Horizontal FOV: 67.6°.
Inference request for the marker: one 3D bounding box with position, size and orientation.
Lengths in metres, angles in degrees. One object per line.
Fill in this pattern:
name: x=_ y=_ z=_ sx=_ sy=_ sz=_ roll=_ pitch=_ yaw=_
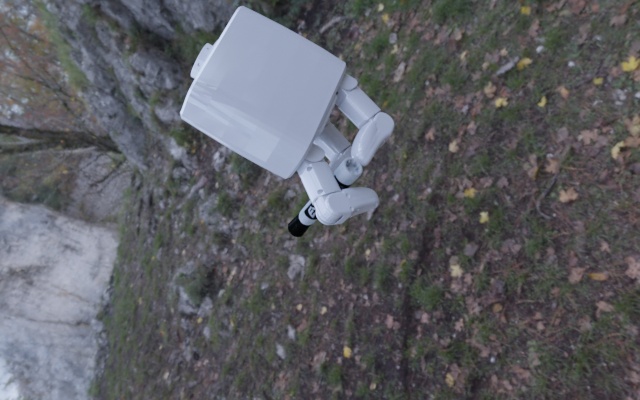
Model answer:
marker: x=0.000 y=0.001 z=0.439 sx=0.020 sy=0.020 sz=0.121 roll=0 pitch=-29 yaw=-31
